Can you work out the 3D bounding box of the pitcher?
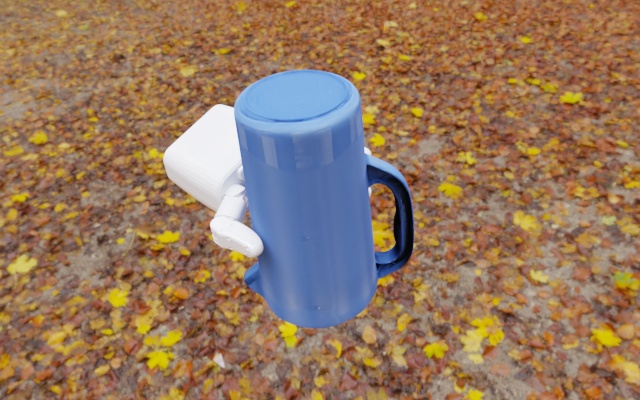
[{"bbox_3d":[0.000,0.002,0.475,0.145,0.243,0.149,27,50,33],"label":"pitcher"}]
